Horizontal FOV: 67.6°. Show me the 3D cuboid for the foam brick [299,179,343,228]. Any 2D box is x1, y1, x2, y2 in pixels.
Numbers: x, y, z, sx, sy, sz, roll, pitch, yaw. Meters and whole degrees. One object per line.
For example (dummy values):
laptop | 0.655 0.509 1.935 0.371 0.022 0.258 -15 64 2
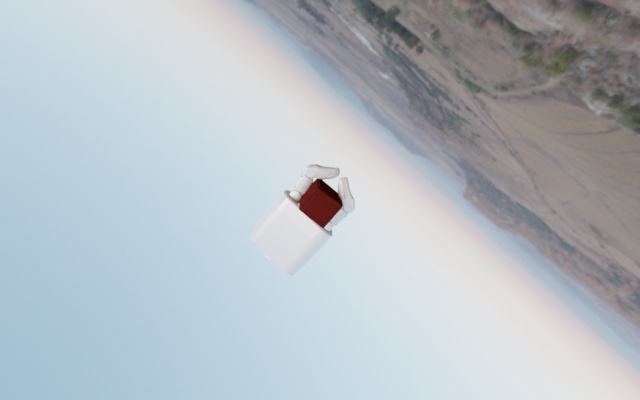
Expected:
foam brick | 0.000 0.003 0.802 0.053 0.051 0.078 39 11 -10
